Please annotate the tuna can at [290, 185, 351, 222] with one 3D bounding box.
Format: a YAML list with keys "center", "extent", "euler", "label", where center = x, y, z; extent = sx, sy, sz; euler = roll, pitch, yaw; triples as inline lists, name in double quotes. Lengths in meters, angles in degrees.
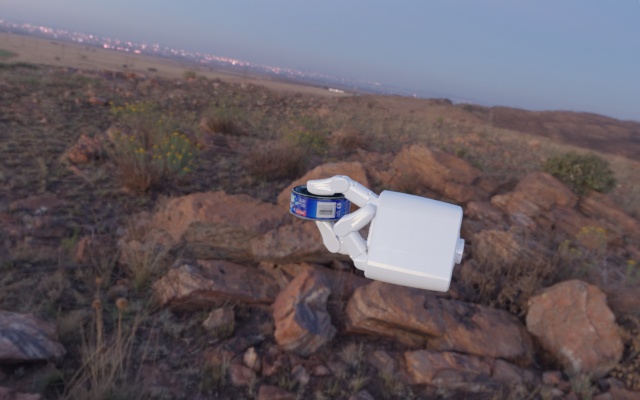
- center: [0.000, 0.002, 0.676]
  extent: [0.086, 0.034, 0.086]
  euler: [4, 14, -1]
  label: "tuna can"
